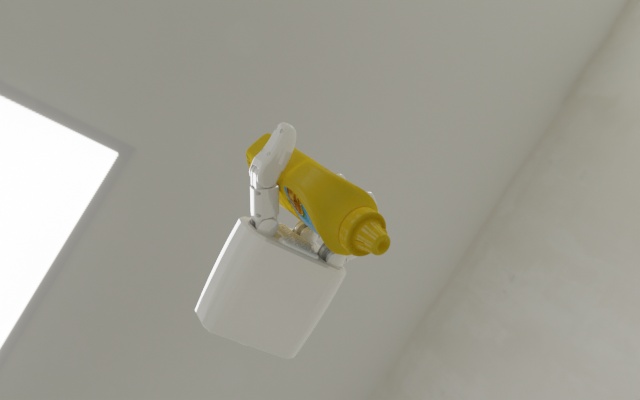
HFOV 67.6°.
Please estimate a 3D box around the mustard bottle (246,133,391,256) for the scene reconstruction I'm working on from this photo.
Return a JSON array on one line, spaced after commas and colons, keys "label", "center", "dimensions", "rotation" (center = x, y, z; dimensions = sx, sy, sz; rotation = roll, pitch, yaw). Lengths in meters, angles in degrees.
[{"label": "mustard bottle", "center": [0.000, 0.001, 0.451], "dimensions": [0.058, 0.096, 0.191], "rotation": [-42, 37, -9]}]
